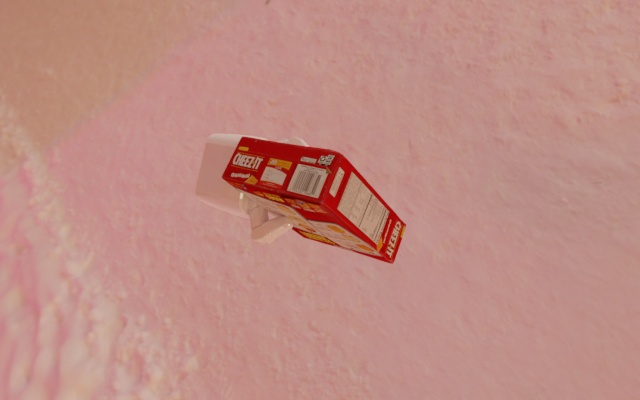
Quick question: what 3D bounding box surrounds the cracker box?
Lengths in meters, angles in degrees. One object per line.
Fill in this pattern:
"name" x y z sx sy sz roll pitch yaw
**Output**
"cracker box" 0.000 0.002 0.640 0.164 0.072 0.214 14 -16 36
